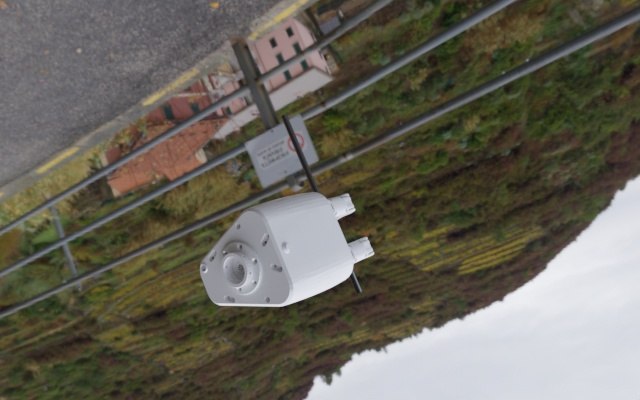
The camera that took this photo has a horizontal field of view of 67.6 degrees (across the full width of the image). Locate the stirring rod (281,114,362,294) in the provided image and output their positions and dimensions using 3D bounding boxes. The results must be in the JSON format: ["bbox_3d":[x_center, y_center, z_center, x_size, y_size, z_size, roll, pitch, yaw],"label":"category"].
[{"bbox_3d":[0.000,0.002,0.594,0.011,0.239,0.011,-23,-7,-3],"label":"stirring rod"}]
